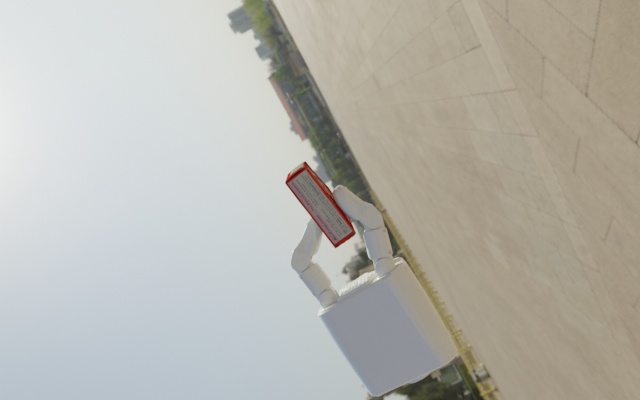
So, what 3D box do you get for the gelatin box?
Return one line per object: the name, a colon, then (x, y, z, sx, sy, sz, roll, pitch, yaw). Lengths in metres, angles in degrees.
gelatin box: (0.000, 0.002, 0.518, 0.030, 0.089, 0.073, -38, 8, 5)
